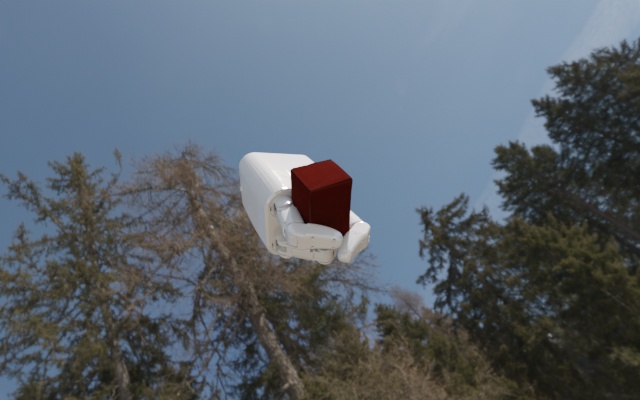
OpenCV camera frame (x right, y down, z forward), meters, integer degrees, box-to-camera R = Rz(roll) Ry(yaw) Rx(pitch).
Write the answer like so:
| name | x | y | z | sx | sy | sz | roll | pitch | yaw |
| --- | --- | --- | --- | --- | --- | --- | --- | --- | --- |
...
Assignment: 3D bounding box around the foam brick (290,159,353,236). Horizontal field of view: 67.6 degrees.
| name | x | y | z | sx | sy | sz | roll | pitch | yaw |
| --- | --- | --- | --- | --- | --- | --- | --- | --- | --- |
| foam brick | 0.000 | 0.002 | 0.536 | 0.053 | 0.078 | 0.051 | -15 | 39 | -22 |
